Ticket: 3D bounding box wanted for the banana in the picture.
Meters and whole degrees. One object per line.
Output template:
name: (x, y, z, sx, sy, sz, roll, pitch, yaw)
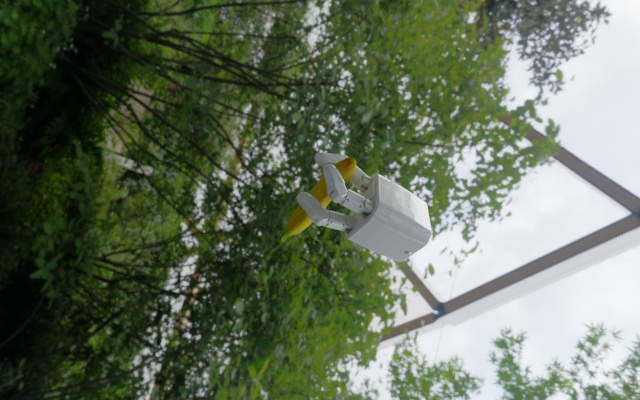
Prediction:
banana: (0.000, -0.003, 0.791, 0.037, 0.198, 0.069, 35, 25, -10)
